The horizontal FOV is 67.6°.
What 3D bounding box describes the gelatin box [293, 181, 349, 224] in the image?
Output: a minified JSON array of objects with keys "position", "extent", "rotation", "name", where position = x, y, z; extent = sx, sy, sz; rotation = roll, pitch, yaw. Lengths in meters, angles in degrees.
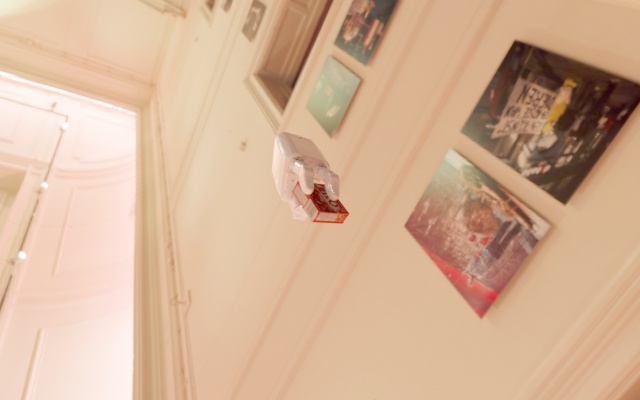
[{"position":[0.000,0.003,0.879],"extent":[0.073,0.030,0.089],"rotation":[6,37,-39],"name":"gelatin box"}]
